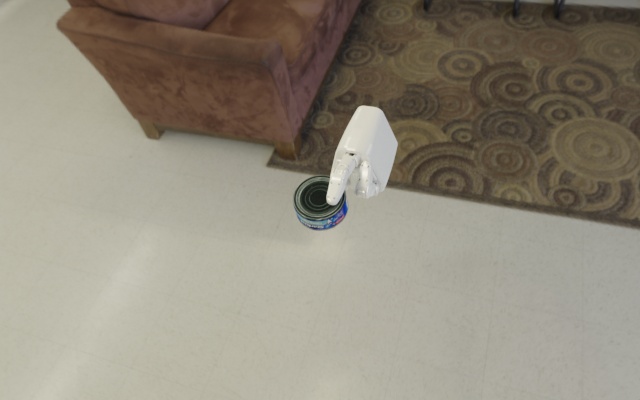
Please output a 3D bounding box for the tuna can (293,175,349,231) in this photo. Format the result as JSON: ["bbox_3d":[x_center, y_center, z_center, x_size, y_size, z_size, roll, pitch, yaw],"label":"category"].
[{"bbox_3d":[0.000,0.002,0.752,0.086,0.086,0.034,0,-32,10],"label":"tuna can"}]
